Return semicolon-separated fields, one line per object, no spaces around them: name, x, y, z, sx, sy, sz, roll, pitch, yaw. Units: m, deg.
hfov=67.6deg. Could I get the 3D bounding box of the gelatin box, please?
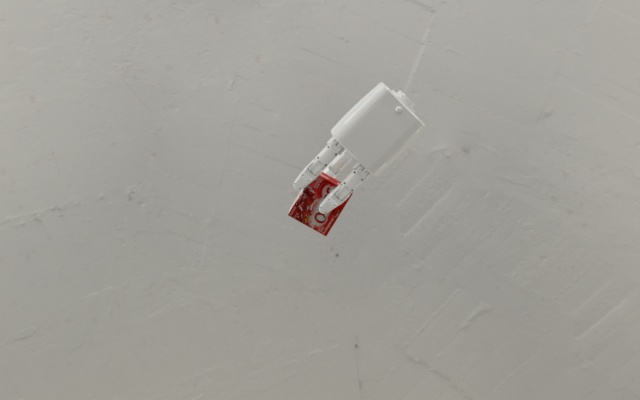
gelatin box;0.000;0.003;0.771;0.073;0.089;0.030;29;21;-6
